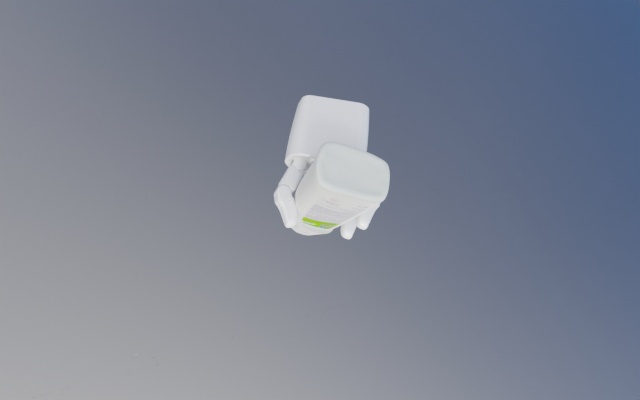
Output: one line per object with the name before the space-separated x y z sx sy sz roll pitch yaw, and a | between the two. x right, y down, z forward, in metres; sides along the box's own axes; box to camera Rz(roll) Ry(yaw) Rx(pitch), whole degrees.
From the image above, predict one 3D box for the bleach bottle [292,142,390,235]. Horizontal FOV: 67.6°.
bleach bottle | 0.000 0.002 0.688 0.102 0.068 0.251 16 -22 -16
